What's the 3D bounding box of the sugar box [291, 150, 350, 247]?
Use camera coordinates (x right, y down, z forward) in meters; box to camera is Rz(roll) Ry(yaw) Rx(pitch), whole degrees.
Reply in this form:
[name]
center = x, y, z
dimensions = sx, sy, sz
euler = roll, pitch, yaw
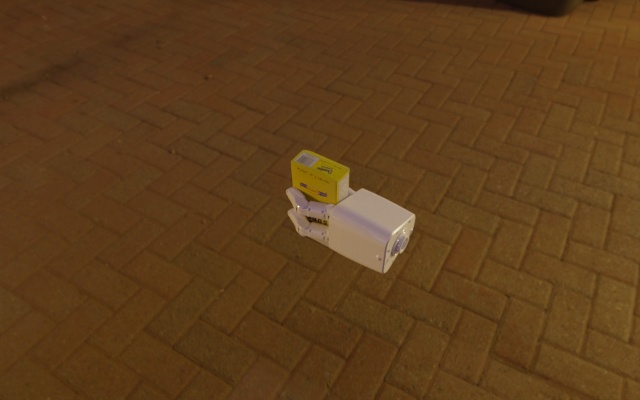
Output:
[sugar box]
center = 0.000, 0.003, 0.829
dimensions = 0.093, 0.176, 0.048
euler = 26, 50, 25
